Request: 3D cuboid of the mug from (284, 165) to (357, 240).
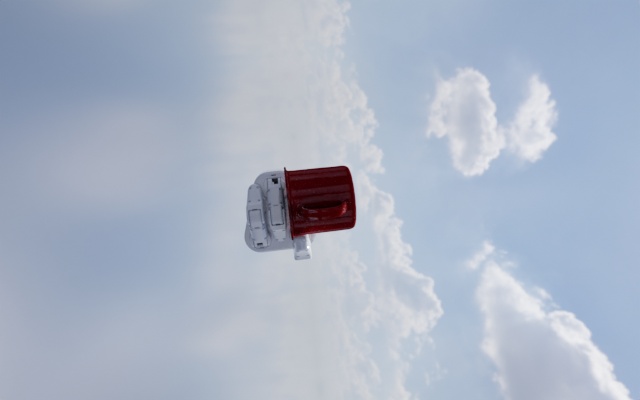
[{"bbox_3d":[0.000,0.002,0.588,0.081,0.093,0.117,-6,11,-4],"label":"mug"}]
